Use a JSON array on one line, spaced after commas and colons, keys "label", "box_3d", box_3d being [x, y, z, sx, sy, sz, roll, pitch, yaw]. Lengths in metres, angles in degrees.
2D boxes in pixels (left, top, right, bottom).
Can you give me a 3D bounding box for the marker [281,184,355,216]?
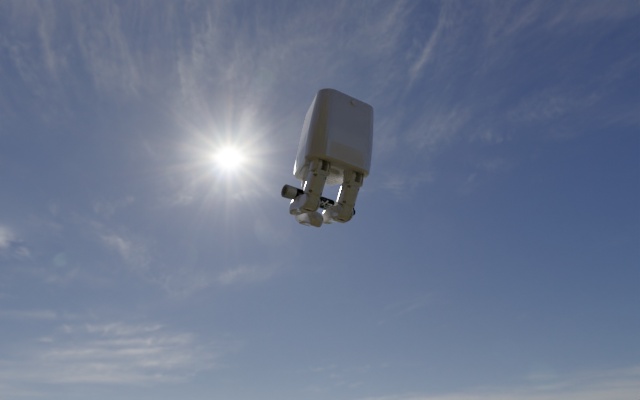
[{"label": "marker", "box_3d": [0.000, 0.002, 0.689, 0.121, 0.020, 0.020, 18, -9, -29]}]
